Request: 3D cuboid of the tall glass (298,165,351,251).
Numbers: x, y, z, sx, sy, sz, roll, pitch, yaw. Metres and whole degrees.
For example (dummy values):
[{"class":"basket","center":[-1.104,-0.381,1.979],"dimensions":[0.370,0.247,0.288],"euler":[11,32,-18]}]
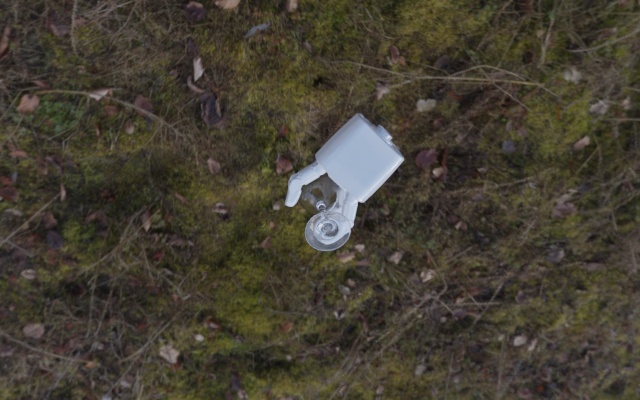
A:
[{"class":"tall glass","center":[0.000,0.003,0.847],"dimensions":[0.079,0.079,0.201],"euler":[0,28,-8]}]
